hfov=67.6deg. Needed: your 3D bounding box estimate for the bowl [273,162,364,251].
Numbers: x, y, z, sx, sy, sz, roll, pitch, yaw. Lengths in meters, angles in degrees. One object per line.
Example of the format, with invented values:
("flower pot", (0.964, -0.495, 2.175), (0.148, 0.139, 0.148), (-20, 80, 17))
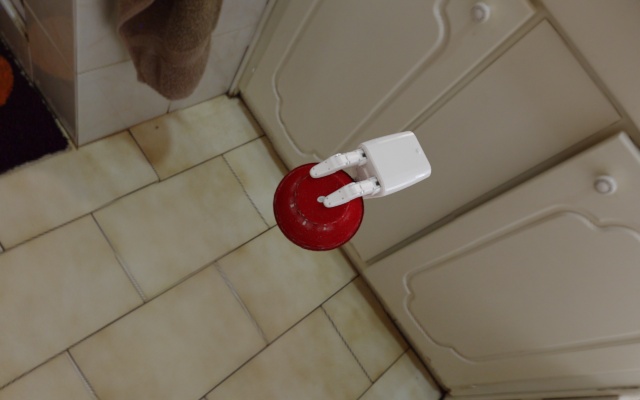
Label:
("bowl", (-0.001, 0.003, 0.811), (0.162, 0.162, 0.055), (0, -15, -7))
